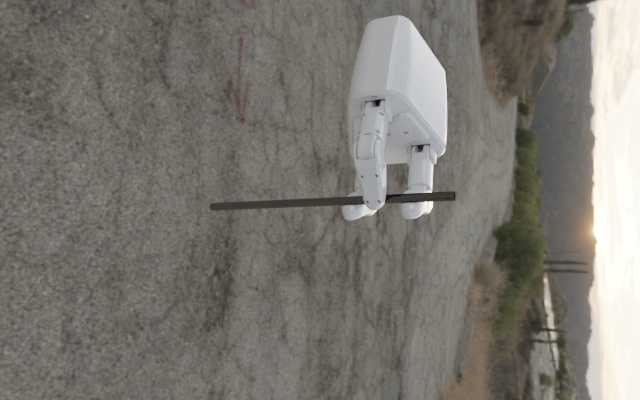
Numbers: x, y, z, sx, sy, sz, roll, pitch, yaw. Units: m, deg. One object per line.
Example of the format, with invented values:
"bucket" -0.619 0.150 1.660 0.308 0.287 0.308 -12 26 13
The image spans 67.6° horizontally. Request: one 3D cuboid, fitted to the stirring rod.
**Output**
"stirring rod" 0.000 0.001 0.440 0.239 0.011 0.011 -3 -1 23
